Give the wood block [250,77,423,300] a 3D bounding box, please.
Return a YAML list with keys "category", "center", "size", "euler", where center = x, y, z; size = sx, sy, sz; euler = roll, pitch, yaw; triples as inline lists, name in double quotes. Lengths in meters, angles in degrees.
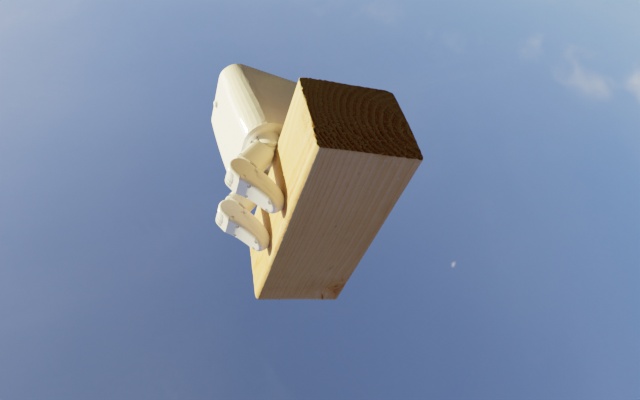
- category: "wood block"
  center: [0.000, 0.001, 0.449]
  size: [0.091, 0.090, 0.206]
  euler: [4, -43, -20]
